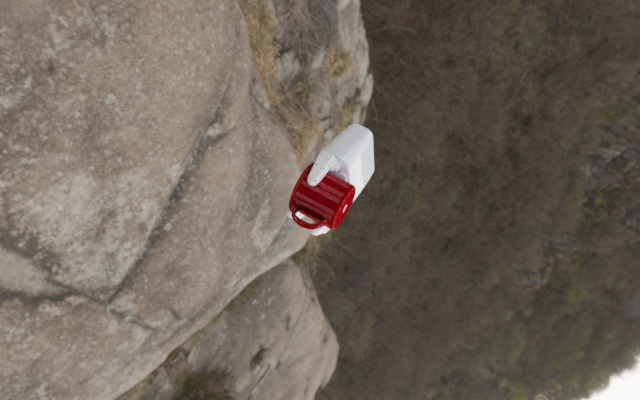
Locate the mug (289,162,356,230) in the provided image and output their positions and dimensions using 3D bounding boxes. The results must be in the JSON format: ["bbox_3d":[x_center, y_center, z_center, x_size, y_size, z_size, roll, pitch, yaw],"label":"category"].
[{"bbox_3d":[0.000,0.003,0.782,0.081,0.093,0.117,28,49,14],"label":"mug"}]
